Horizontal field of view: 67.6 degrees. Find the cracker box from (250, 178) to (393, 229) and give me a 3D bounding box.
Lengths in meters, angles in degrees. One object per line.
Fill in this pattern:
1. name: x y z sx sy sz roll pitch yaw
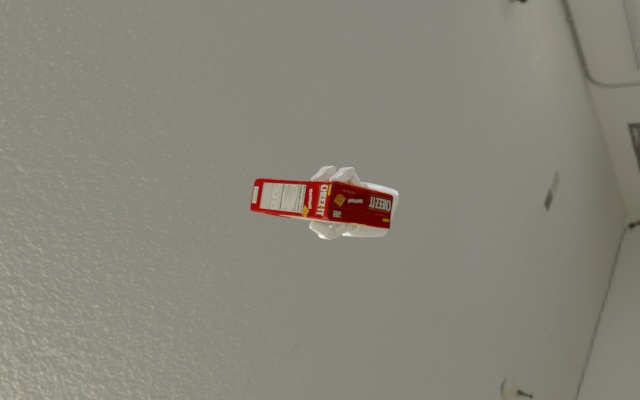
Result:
1. cracker box: 0.000 0.003 0.885 0.164 0.072 0.213 10 -4 -44
